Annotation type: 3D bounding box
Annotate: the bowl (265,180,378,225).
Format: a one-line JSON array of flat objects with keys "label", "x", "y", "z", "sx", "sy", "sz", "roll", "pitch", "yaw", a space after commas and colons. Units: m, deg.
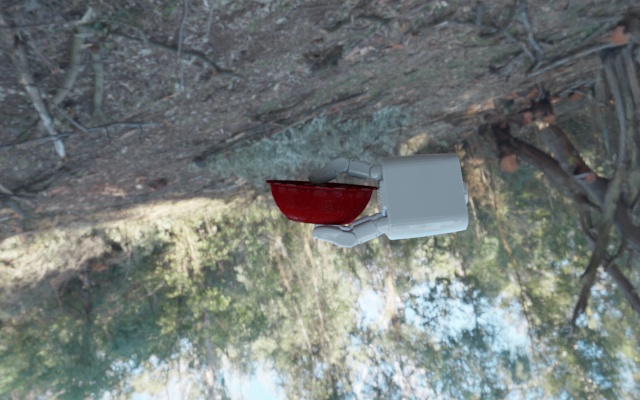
[{"label": "bowl", "x": -0.001, "y": 0.003, "z": 0.686, "sx": 0.162, "sy": 0.055, "sz": 0.162, "roll": 4, "pitch": 4, "yaw": 0}]
